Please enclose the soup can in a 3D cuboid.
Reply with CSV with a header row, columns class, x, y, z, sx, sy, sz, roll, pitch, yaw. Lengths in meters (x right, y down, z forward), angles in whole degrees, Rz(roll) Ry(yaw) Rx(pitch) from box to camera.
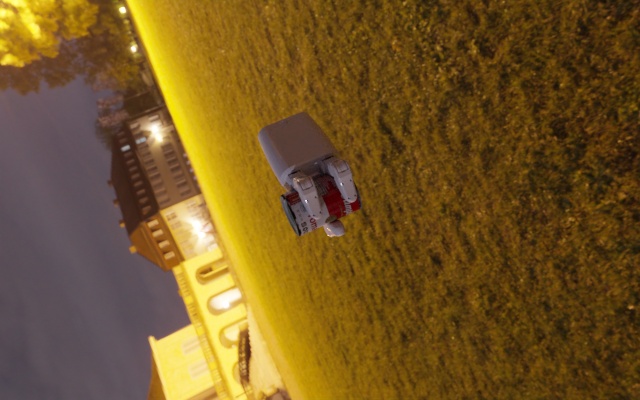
class,x,y,z,sx,sy,sz,roll,pitch,yaw
soup can,0.000,0.003,0.700,0.102,0.068,0.068,-24,5,-11
